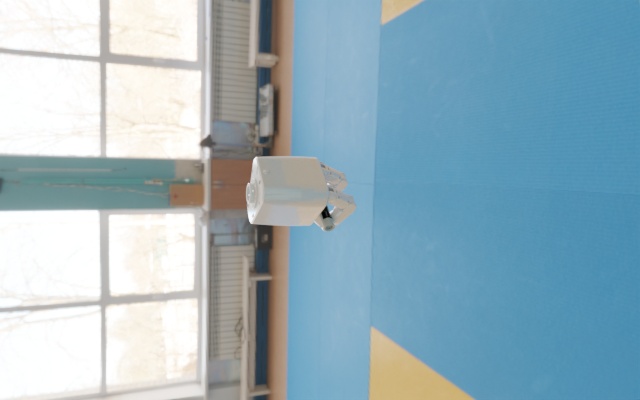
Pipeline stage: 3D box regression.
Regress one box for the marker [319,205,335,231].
[{"bbox_3d":[0.000,0.003,0.833,0.020,0.121,0.020,-11,-41,-9],"label":"marker"}]
